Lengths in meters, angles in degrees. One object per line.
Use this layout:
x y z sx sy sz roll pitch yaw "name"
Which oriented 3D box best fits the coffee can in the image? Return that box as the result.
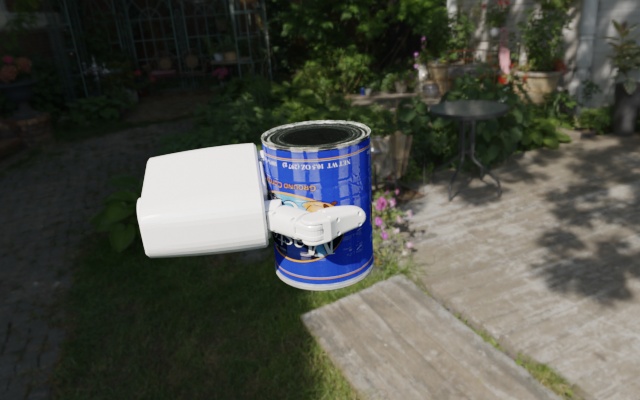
0.000 0.002 0.469 0.103 0.140 0.102 -3 22 1 "coffee can"
